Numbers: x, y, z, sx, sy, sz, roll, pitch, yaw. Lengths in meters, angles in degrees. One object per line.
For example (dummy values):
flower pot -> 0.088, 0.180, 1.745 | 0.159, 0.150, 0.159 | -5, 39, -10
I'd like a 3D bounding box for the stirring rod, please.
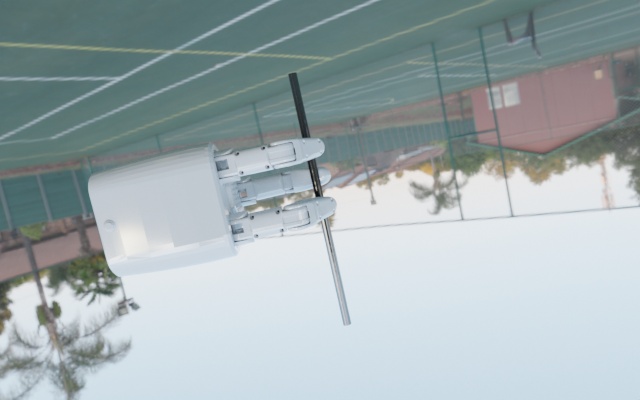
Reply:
stirring rod -> 0.000, 0.001, 0.446 | 0.011, 0.239, 0.011 | -12, 6, 1
